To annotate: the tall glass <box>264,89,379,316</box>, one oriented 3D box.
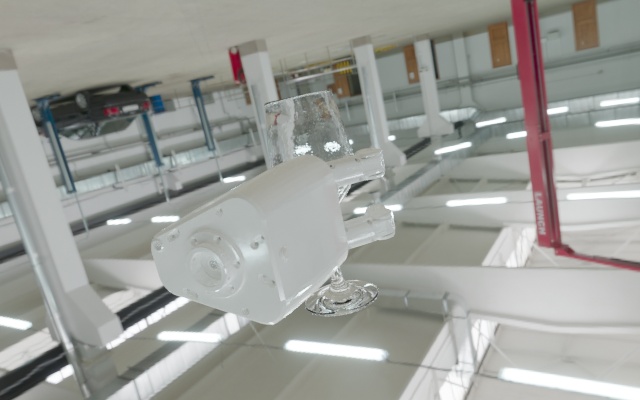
[{"bbox_3d":[0.000,0.002,0.450,0.079,0.201,0.079,-12,12,3],"label":"tall glass"}]
